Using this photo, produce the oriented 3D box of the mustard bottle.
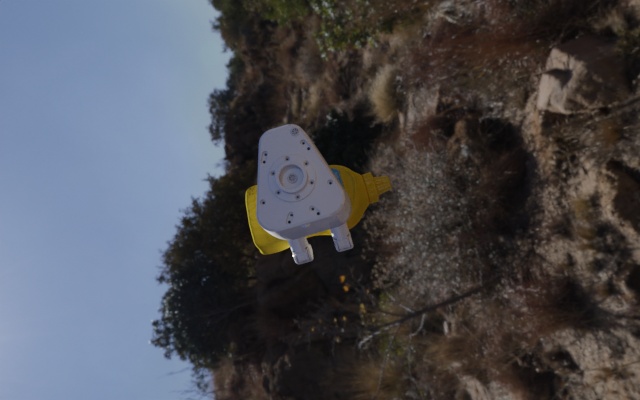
[{"bbox_3d":[0.000,0.002,0.640,0.191,0.096,0.058,-16,-33,3],"label":"mustard bottle"}]
